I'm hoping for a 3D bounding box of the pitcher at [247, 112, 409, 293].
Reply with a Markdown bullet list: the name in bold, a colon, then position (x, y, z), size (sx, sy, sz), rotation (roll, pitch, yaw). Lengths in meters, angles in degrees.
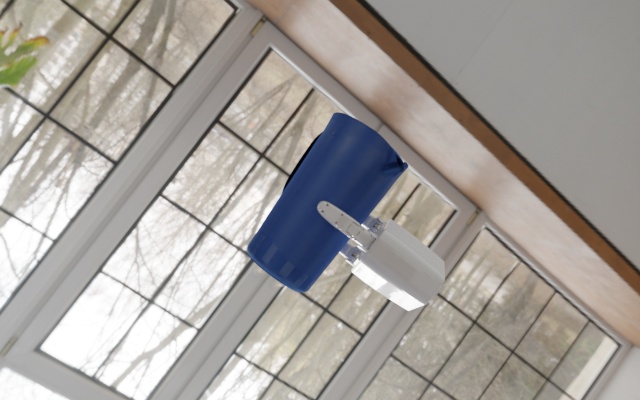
- **pitcher**: position (0.000, 0.002, 0.694), size (0.145, 0.243, 0.149), rotation (36, -3, 4)
